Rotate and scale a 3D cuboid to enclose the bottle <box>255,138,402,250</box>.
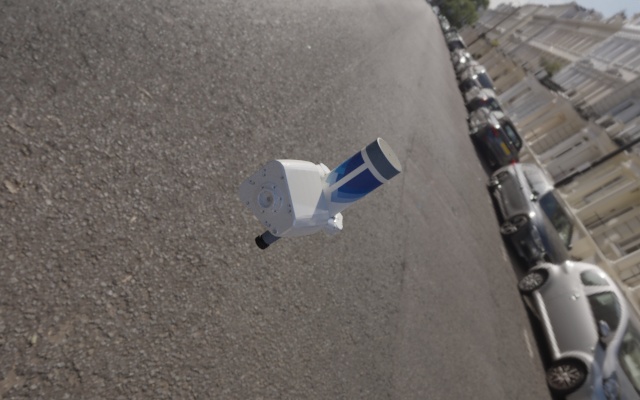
[{"bbox_3d":[0.000,0.003,0.825,0.296,0.069,0.069,-34,-15,23],"label":"bottle"}]
